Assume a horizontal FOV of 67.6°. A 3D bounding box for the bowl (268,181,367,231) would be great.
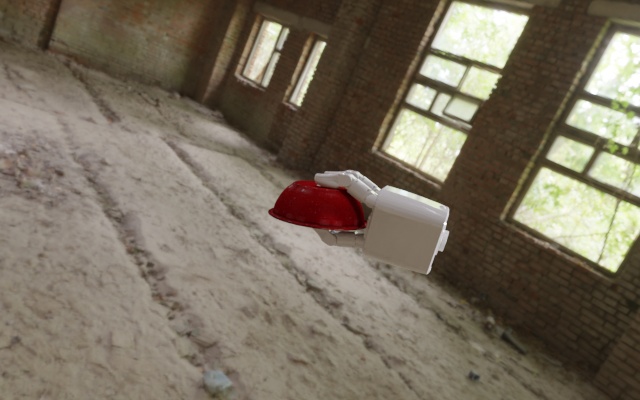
[{"bbox_3d":[-0.001,0.002,0.757,0.162,0.055,0.162,7,9,-1],"label":"bowl"}]
